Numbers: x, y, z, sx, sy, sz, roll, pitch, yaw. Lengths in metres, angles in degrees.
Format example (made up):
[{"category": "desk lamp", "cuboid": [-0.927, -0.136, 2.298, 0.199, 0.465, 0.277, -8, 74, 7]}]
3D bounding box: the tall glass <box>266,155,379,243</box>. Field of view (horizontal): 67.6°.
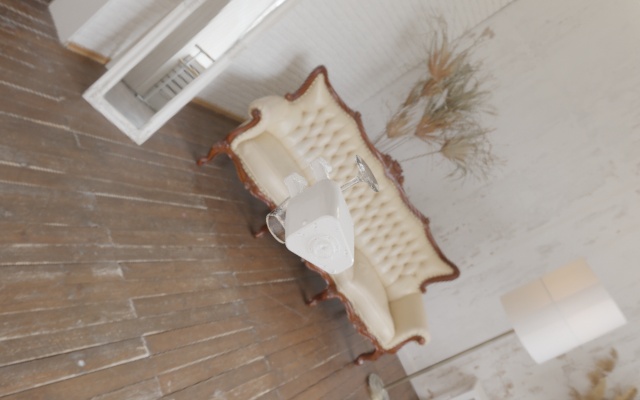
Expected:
[{"category": "tall glass", "cuboid": [0.001, 0.002, 0.847, 0.201, 0.079, 0.079, -31, -11, 19]}]
